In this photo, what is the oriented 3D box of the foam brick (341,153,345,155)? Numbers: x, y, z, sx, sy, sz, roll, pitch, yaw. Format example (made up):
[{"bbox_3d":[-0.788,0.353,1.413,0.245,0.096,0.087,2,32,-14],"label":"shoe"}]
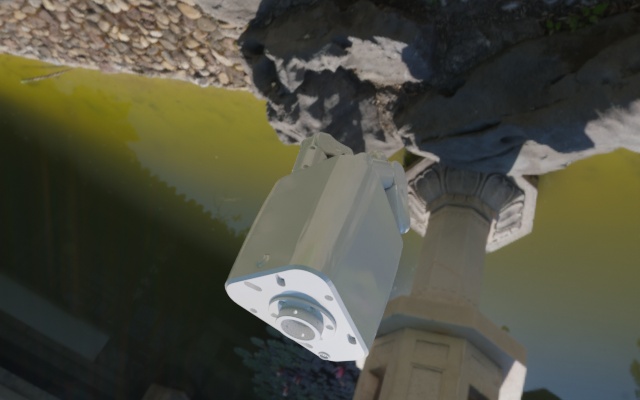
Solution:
[{"bbox_3d":[0.000,0.002,0.438,0.078,0.051,0.053,-19,-56,38],"label":"foam brick"}]
